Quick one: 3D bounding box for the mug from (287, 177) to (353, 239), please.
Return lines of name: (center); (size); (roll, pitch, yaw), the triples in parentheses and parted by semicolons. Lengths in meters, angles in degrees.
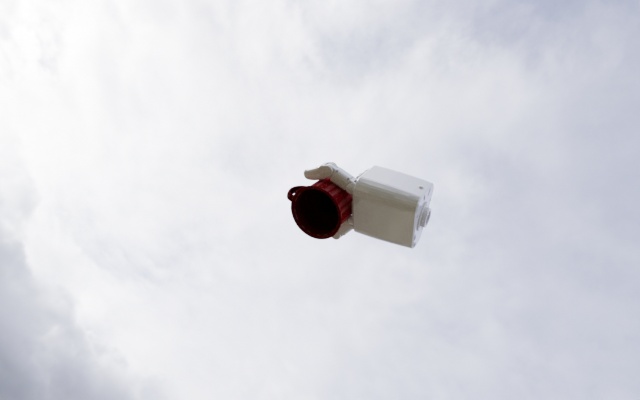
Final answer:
mug: (-0.001, 0.002, 0.800); (0.117, 0.093, 0.081); (19, 29, 22)
